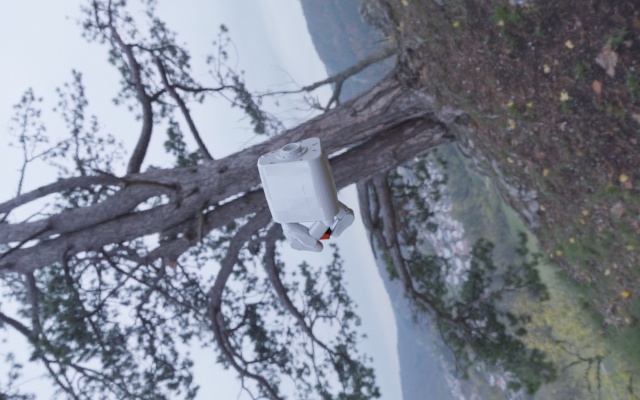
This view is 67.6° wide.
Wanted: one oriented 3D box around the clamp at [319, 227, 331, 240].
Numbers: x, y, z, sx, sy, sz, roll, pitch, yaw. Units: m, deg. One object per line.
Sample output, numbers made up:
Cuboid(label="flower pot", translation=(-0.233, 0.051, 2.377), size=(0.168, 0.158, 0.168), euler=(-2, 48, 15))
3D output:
Cuboid(label="clamp", translation=(0.000, 0.003, 0.873), size=(0.039, 0.120, 0.171), euler=(-13, 28, 5))
